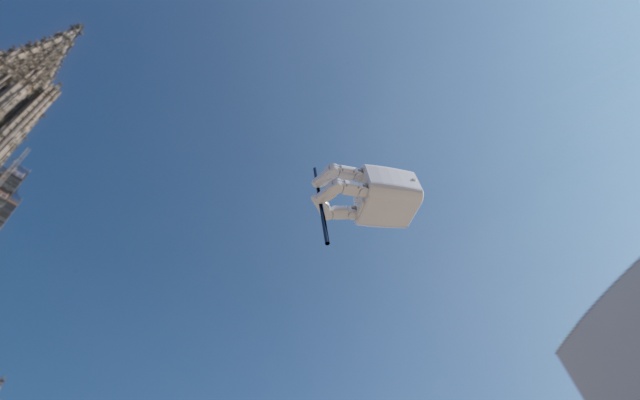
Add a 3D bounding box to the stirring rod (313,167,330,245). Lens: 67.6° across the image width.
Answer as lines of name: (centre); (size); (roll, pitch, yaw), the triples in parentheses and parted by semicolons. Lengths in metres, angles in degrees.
stirring rod: (0.000, 0.003, 0.878); (0.011, 0.011, 0.239); (0, 34, -6)
